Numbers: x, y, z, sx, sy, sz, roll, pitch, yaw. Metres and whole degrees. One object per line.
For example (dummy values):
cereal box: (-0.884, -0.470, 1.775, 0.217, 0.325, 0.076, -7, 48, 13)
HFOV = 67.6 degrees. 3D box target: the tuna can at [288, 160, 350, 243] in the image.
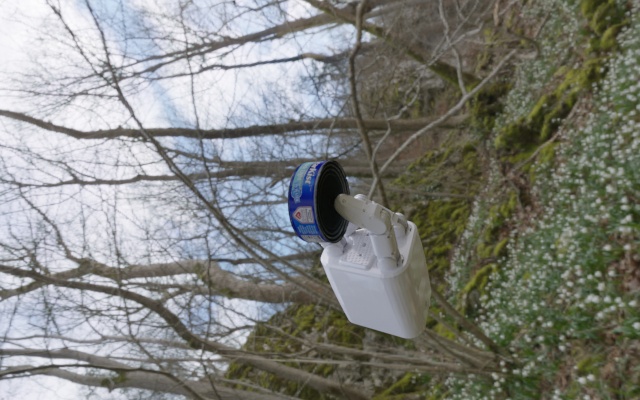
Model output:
tuna can: (0.000, 0.002, 0.497, 0.034, 0.086, 0.086, -2, -1, 26)
